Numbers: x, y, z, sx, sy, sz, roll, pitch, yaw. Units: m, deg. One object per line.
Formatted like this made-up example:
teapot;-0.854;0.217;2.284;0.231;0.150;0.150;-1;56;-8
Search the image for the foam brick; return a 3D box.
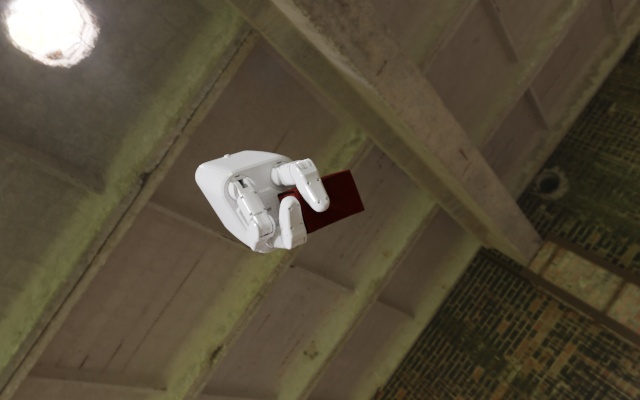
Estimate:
foam brick;0.000;0.002;0.556;0.078;0.053;0.051;-21;5;-26
